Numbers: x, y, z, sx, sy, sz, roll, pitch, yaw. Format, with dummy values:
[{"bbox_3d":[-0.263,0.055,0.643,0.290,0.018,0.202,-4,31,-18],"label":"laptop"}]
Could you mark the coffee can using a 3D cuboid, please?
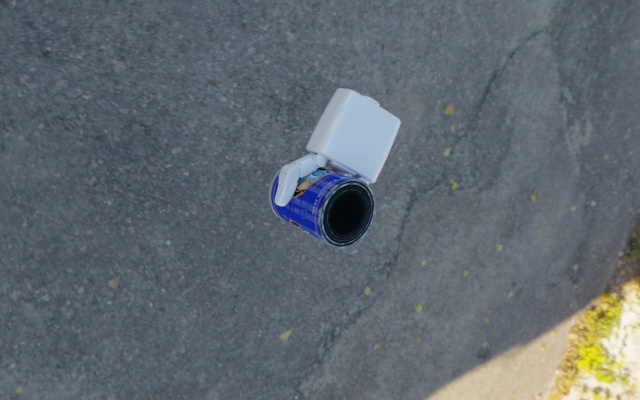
[{"bbox_3d":[0.000,0.002,0.724,0.103,0.103,0.140,0,15,-36],"label":"coffee can"}]
